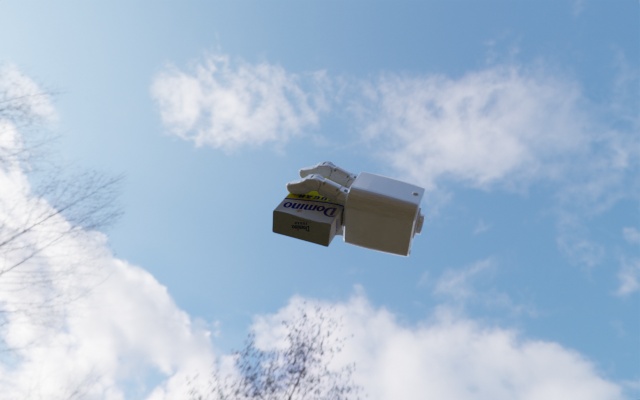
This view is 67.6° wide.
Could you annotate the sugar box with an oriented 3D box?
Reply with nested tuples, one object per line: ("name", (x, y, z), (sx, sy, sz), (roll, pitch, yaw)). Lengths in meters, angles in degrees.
("sugar box", (0.000, 0.002, 0.767), (0.093, 0.048, 0.176), (13, 28, 15))
